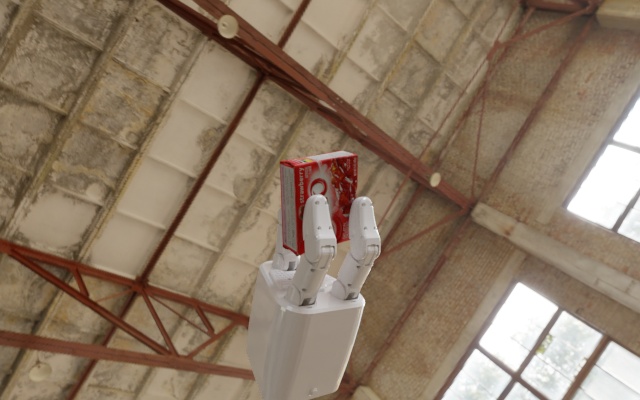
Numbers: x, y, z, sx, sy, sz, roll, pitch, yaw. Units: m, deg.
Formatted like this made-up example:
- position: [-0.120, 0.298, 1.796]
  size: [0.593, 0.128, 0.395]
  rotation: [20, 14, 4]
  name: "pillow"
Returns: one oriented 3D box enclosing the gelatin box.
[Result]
- position: [0.000, 0.001, 0.458]
  size: [0.073, 0.089, 0.030]
  rotation: [-13, 21, -34]
  name: "gelatin box"
